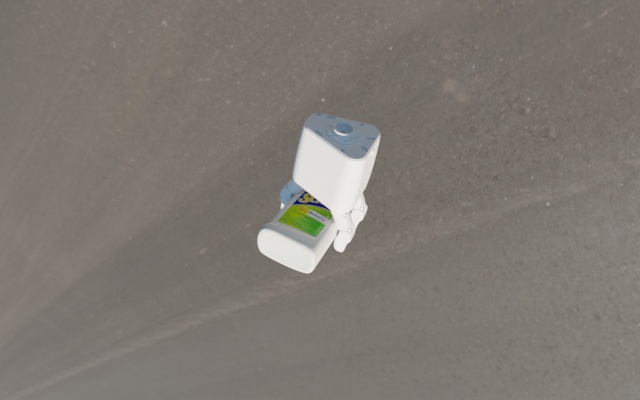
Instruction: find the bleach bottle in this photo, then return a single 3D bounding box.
[{"bbox_3d":[0.000,0.003,0.800,0.102,0.068,0.250,24,47,11],"label":"bleach bottle"}]
